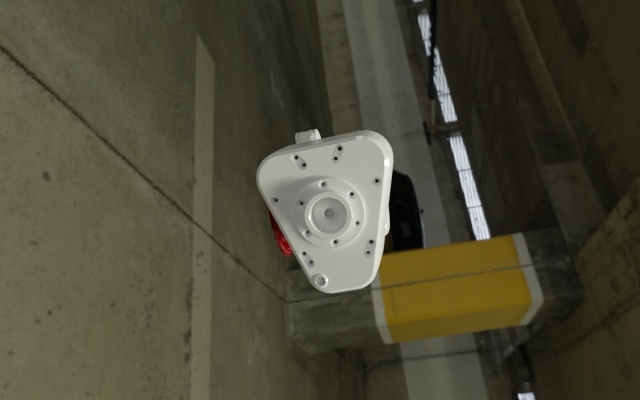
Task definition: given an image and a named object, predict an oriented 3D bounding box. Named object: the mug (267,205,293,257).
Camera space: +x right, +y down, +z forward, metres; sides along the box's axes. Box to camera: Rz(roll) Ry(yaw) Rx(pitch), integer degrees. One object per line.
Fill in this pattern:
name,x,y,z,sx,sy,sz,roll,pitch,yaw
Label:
mug,0.000,0.001,0.489,0.081,0.093,0.117,-10,8,9
